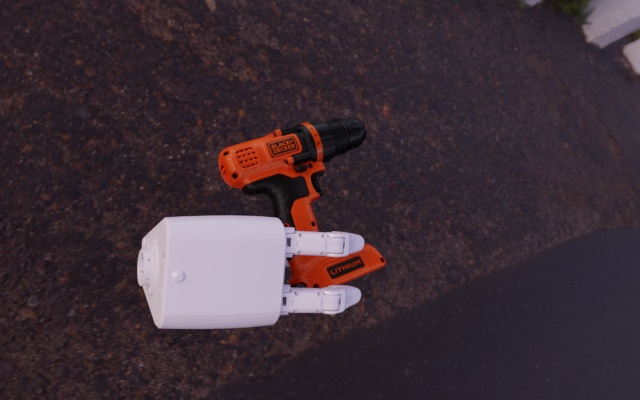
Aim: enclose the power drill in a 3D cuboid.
[{"bbox_3d":[0.000,0.002,0.536,0.184,0.187,0.057,-20,-11,-23],"label":"power drill"}]
